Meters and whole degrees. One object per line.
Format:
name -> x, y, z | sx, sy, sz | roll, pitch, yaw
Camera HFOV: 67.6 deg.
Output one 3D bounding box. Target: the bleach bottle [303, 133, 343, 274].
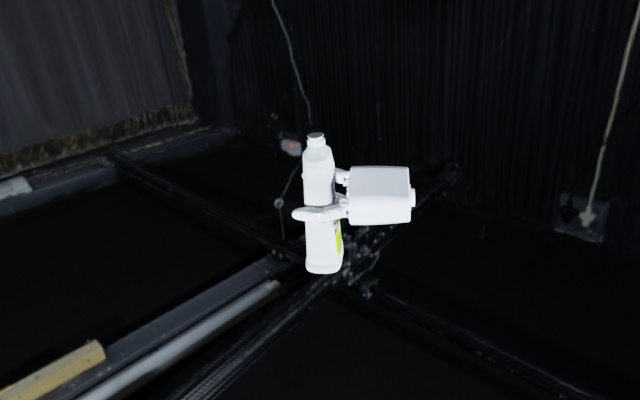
bleach bottle -> 0.000, 0.003, 0.869 | 0.068, 0.251, 0.102 | 0, 28, 9
